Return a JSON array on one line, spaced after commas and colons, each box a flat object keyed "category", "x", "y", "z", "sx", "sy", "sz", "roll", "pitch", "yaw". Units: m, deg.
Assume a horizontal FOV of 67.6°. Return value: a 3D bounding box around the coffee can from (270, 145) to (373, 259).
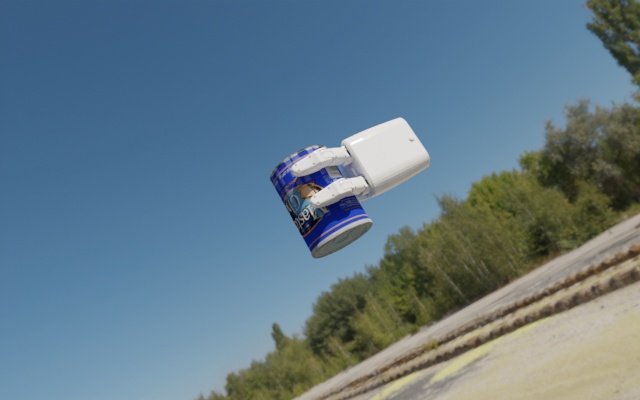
[{"category": "coffee can", "x": 0.000, "y": 0.003, "z": 0.727, "sx": 0.103, "sy": 0.140, "sz": 0.103, "roll": -28, "pitch": -17, "yaw": -9}]
